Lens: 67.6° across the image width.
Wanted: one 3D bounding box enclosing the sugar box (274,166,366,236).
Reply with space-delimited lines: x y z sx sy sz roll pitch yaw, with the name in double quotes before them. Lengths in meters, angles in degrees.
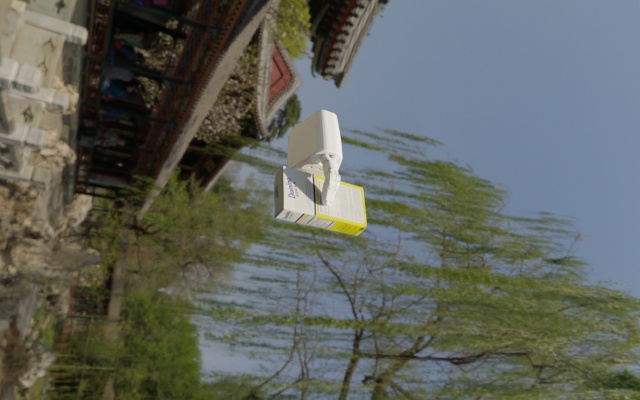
"sugar box" 0.000 0.003 0.892 0.176 0.093 0.048 13 -35 -24
